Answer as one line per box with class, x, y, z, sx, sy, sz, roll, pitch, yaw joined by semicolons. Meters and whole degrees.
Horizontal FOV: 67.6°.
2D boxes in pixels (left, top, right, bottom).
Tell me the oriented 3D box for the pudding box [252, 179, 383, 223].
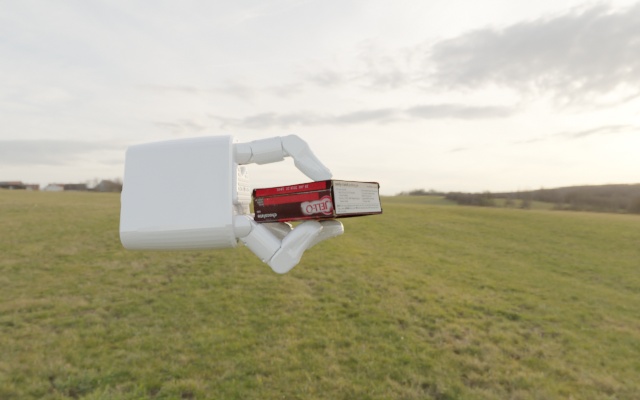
pudding box;0.000;0.001;0.481;0.090;0.039;0.113;-5;0;30
